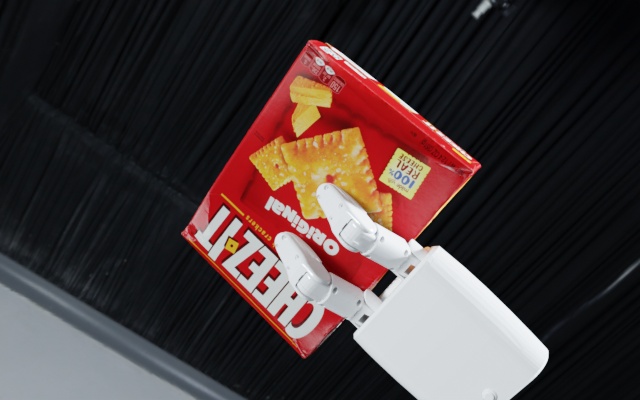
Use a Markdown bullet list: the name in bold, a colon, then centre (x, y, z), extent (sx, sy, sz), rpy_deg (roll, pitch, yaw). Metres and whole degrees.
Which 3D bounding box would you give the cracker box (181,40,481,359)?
- **cracker box**: centre (0.000, 0.001, 0.410), extent (0.164, 0.214, 0.072), rpy_deg (42, 20, 12)
